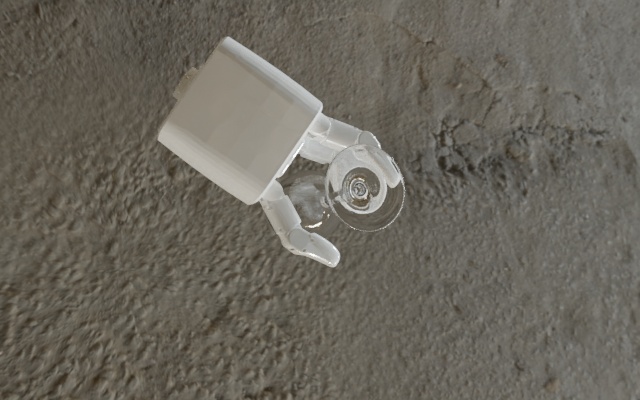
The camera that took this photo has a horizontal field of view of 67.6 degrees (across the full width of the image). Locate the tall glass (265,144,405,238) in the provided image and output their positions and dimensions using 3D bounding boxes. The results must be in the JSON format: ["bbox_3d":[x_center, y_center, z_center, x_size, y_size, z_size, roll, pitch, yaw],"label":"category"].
[{"bbox_3d":[0.000,0.002,0.486,0.079,0.079,0.201,0,-8,-23],"label":"tall glass"}]
